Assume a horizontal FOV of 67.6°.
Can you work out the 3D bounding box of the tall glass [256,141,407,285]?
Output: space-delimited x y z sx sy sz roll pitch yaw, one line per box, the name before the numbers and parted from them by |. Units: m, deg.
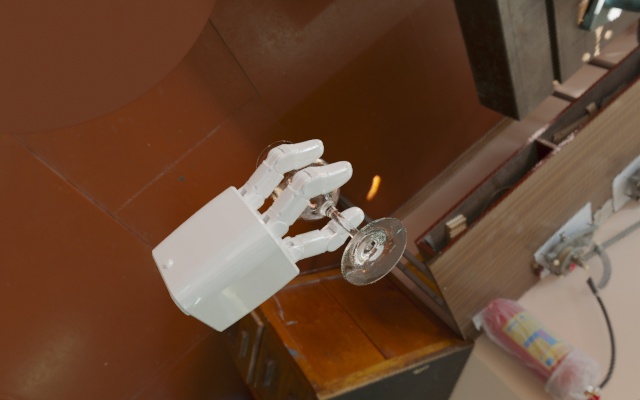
tall glass | 0.001 0.002 0.513 0.079 0.079 0.201 0 28 -35
